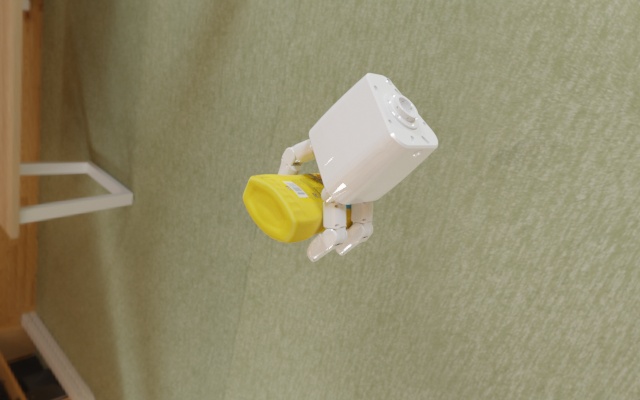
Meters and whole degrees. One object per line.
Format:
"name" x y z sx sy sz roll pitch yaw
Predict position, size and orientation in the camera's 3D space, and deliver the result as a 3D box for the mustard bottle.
"mustard bottle" 0.000 0.002 0.618 0.191 0.058 0.096 -7 39 -49
